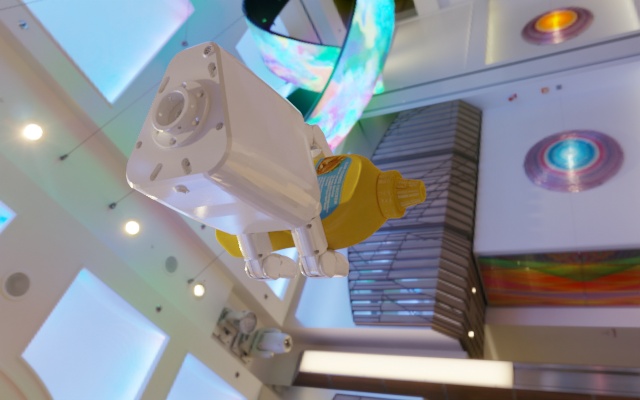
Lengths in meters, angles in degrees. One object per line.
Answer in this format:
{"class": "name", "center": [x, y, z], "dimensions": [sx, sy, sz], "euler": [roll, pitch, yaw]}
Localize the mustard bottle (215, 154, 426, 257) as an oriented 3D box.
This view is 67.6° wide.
{"class": "mustard bottle", "center": [0.000, 0.002, 0.436], "dimensions": [0.191, 0.096, 0.058], "euler": [-7, -46, 28]}
